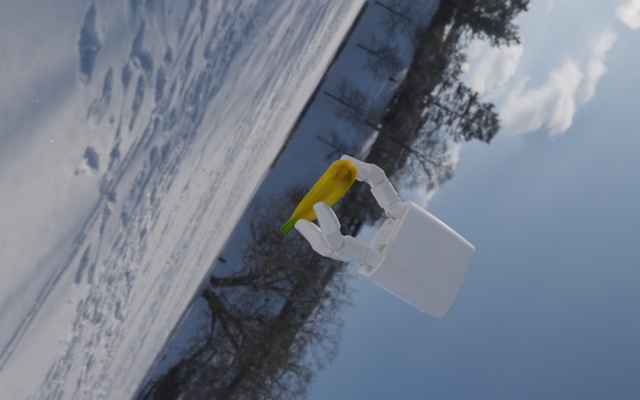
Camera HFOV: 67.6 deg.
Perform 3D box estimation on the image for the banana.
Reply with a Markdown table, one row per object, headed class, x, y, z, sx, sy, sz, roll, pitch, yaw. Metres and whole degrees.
| class | x | y | z | sx | sy | sz | roll | pitch | yaw |
| --- | --- | --- | --- | --- | --- | --- | --- | --- | --- |
| banana | 0.008 | -0.009 | 0.610 | 0.037 | 0.069 | 0.198 | 37 | -33 | -3 |
